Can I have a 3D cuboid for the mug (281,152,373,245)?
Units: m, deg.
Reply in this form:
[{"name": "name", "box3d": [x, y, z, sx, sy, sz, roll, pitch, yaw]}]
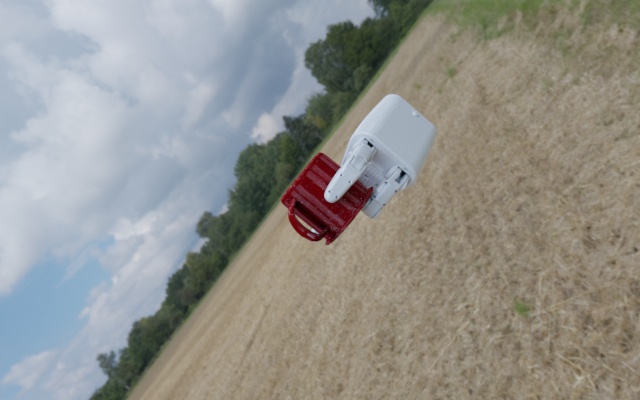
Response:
[{"name": "mug", "box3d": [-0.001, 0.003, 0.584, 0.093, 0.081, 0.117, -48, 4, 48]}]
